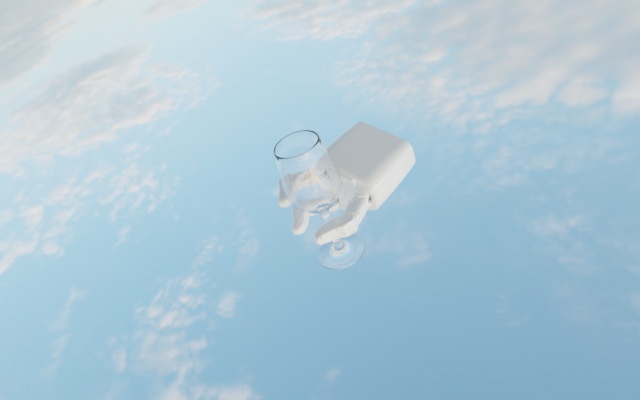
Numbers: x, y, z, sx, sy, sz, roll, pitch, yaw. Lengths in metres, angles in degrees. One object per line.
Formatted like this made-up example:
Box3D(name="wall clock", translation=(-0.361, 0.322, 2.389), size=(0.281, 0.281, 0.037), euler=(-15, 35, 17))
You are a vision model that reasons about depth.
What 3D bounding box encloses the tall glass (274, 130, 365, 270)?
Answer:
Box3D(name="tall glass", translation=(0.000, 0.003, 0.661), size=(0.079, 0.201, 0.079), euler=(-14, 38, 11))
